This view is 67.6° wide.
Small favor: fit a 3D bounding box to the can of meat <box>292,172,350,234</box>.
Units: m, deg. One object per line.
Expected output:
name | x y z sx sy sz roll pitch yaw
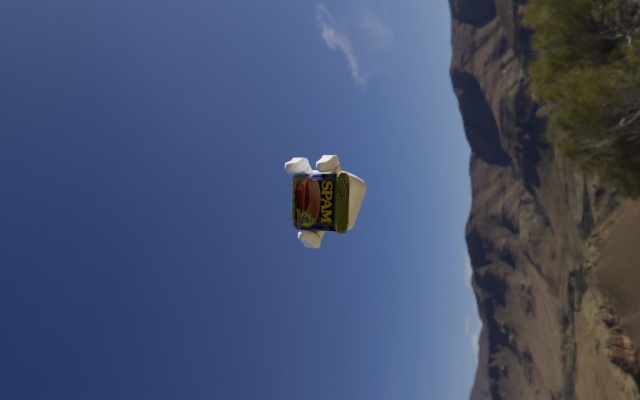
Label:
can of meat | 0.000 0.003 0.806 0.084 0.102 0.057 2 1 24
